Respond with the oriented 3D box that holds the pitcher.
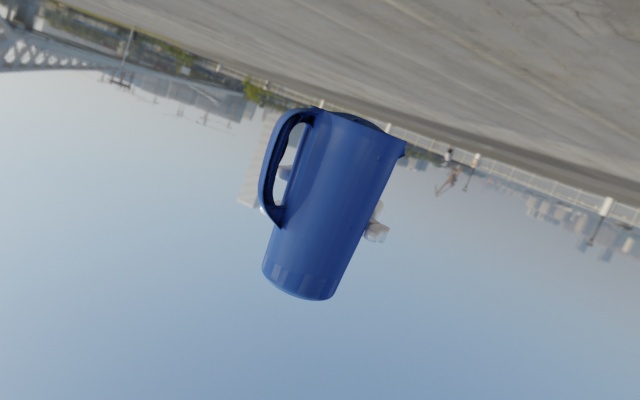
[{"bbox_3d":[0.000,0.002,0.631,0.149,0.243,0.145,24,10,13],"label":"pitcher"}]
